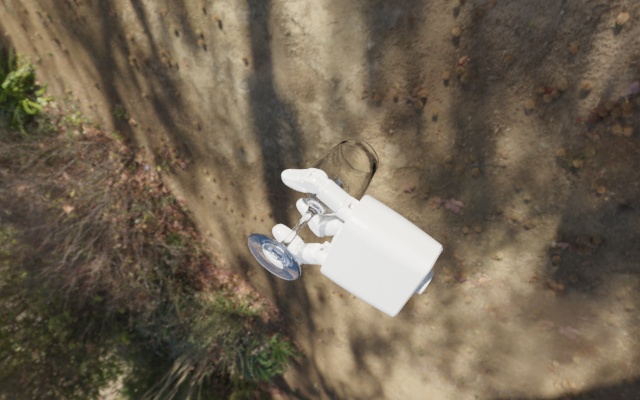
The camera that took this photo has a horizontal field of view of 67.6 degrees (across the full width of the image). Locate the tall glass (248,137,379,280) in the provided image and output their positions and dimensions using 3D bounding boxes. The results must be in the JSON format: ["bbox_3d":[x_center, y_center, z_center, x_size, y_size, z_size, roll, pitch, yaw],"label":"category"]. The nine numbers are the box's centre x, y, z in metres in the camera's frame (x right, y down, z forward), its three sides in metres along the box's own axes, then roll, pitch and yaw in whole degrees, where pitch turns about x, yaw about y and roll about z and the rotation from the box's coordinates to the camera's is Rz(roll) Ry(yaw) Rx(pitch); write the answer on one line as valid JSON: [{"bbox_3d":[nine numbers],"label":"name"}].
[{"bbox_3d":[0.000,0.002,0.599,0.079,0.079,0.201,0,40,45],"label":"tall glass"}]
